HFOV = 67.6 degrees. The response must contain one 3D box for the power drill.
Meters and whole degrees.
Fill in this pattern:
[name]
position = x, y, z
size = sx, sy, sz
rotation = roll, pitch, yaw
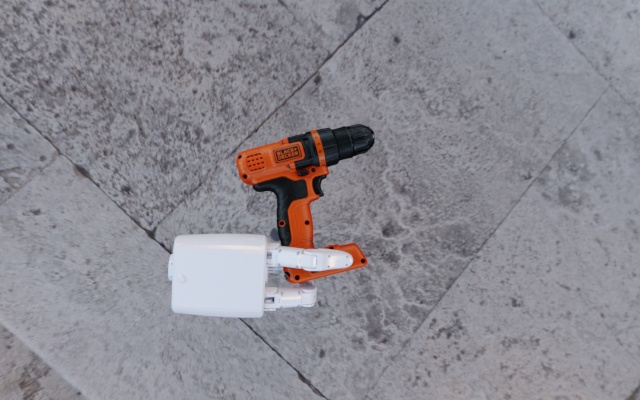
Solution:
[power drill]
position = 0.000, 0.003, 0.615
size = 0.184, 0.187, 0.057
rotation = -15, -8, -4
